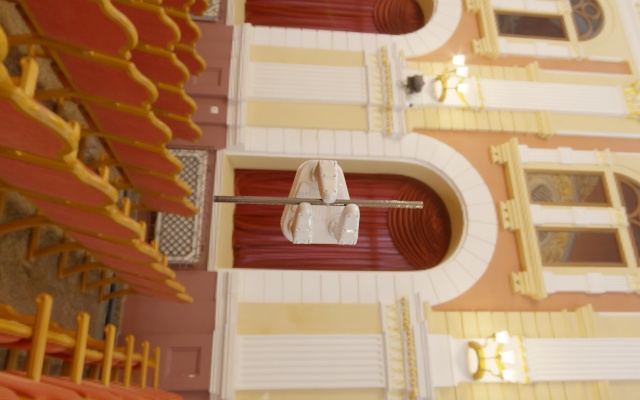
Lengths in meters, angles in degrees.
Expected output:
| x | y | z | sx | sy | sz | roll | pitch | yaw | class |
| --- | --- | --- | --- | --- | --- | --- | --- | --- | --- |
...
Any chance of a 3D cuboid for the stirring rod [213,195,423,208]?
| x | y | z | sx | sy | sz | roll | pitch | yaw | class |
| --- | --- | --- | --- | --- | --- | --- | --- | --- | --- |
| 0.000 | 0.002 | 0.548 | 0.239 | 0.011 | 0.011 | 2 | 0 | -7 | stirring rod |
